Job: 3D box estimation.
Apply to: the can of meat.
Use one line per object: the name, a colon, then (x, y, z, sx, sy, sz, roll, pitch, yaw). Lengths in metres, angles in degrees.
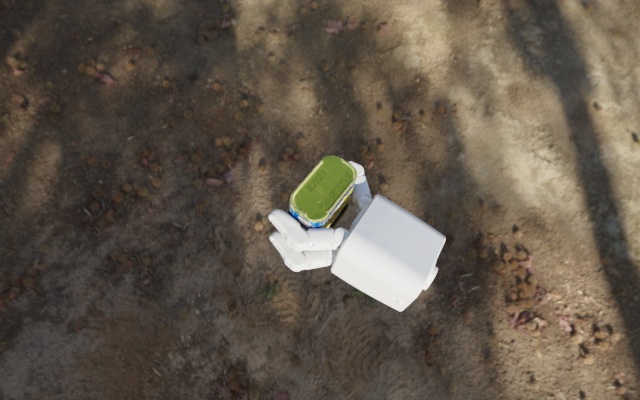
can of meat: (0.000, 0.002, 0.614, 0.057, 0.102, 0.084, 34, -27, 10)
